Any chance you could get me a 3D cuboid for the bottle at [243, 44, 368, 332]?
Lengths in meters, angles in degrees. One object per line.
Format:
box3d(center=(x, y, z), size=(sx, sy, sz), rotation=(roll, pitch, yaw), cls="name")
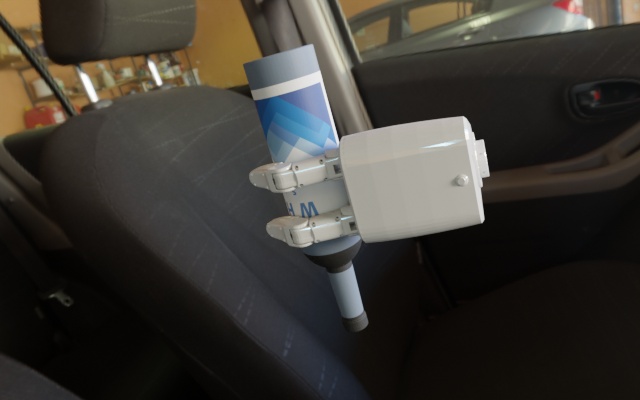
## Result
box3d(center=(0.000, 0.001, 0.478), size=(0.069, 0.296, 0.069), rotation=(-15, 18, 5), cls="bottle")
